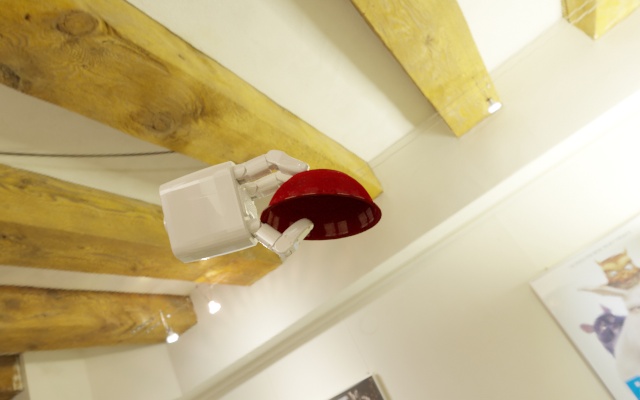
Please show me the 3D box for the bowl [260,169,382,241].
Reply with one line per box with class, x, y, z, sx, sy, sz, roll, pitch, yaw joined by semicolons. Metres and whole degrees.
bowl;0.001;0.002;0.645;0.162;0.055;0.162;-2;-25;-1
